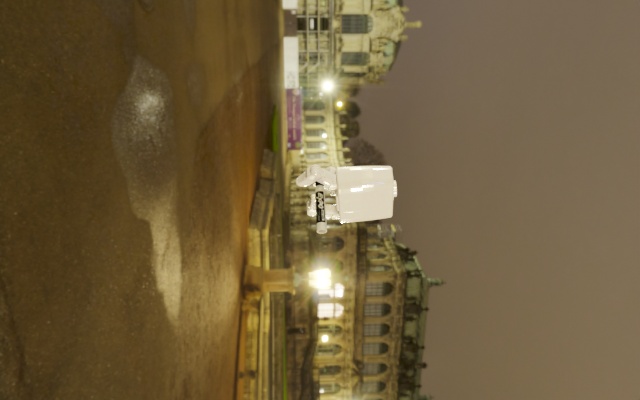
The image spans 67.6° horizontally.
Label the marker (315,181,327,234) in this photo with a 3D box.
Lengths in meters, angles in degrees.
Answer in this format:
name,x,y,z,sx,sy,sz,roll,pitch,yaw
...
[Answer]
name,x,y,z,sx,sy,sz,roll,pitch,yaw
marker,0.000,0.003,0.882,0.020,0.121,0.020,-2,-28,-1
